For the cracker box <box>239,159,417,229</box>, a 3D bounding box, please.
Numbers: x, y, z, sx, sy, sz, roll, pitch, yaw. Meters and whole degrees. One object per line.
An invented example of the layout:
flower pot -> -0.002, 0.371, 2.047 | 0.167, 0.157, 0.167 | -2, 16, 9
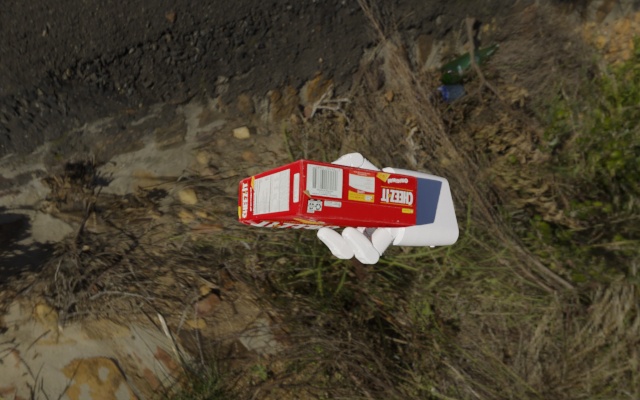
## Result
cracker box -> 0.000, 0.002, 0.647 | 0.164, 0.072, 0.214 | 6, -7, -27
